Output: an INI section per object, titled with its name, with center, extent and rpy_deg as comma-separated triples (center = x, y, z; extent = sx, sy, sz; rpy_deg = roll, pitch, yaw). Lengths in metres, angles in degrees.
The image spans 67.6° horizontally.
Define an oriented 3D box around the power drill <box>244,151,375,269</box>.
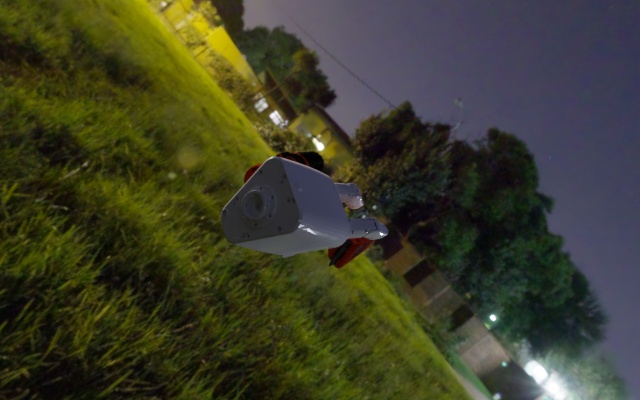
[power drill]
center = 0.000, 0.003, 0.700
extent = 0.187, 0.057, 0.184
rpy_deg = 42, 30, 13
